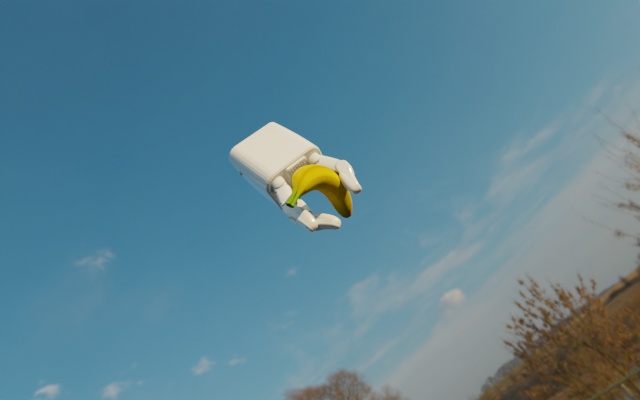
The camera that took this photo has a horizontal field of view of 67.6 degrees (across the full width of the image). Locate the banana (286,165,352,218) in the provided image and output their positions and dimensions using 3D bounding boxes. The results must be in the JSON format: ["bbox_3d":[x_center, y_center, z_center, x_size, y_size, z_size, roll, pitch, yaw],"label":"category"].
[{"bbox_3d":[0.004,-0.016,0.724,0.037,0.069,0.198,20,3,30],"label":"banana"}]
